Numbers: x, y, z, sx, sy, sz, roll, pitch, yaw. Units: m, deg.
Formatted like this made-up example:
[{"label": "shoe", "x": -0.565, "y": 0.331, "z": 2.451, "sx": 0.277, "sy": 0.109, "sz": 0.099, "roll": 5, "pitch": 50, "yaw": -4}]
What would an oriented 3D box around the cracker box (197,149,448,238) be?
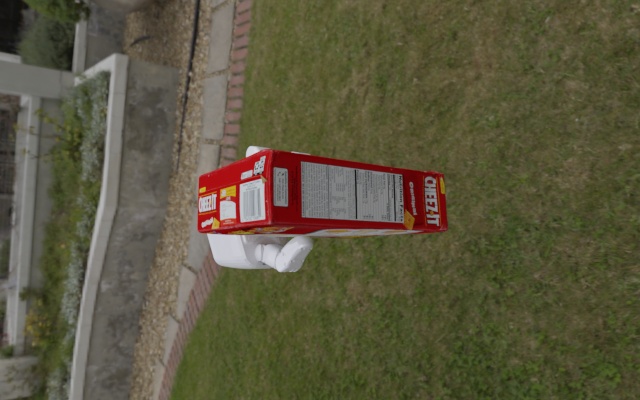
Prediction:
[{"label": "cracker box", "x": 0.000, "y": 0.002, "z": 0.506, "sx": 0.214, "sy": 0.072, "sz": 0.164, "roll": 4, "pitch": -8, "yaw": -34}]
